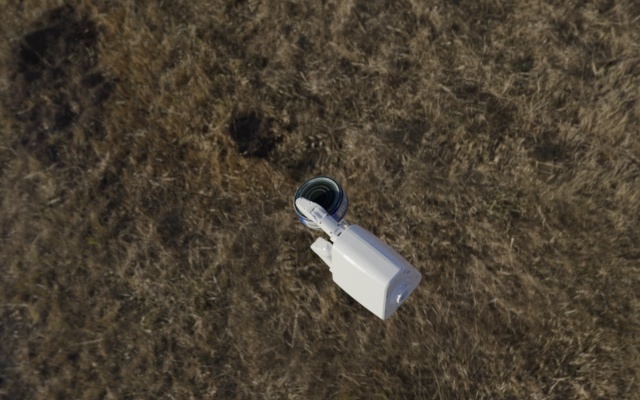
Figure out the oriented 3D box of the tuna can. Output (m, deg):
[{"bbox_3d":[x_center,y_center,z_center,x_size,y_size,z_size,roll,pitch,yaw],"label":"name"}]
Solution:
[{"bbox_3d":[0.000,0.002,0.777,0.086,0.086,0.034,0,-29,22],"label":"tuna can"}]
